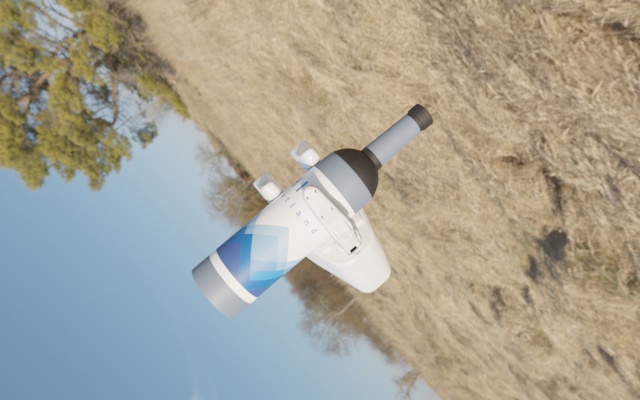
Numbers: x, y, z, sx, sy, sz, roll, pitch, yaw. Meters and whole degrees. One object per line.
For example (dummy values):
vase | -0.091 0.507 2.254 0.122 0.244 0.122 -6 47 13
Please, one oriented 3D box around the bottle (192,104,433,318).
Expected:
bottle | 0.000 0.002 0.504 0.295 0.069 0.069 -40 3 -3
